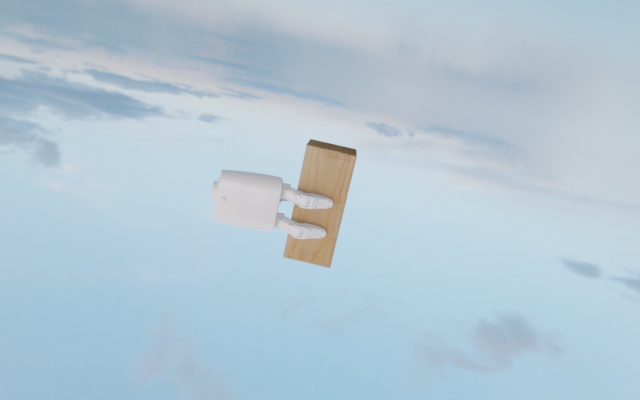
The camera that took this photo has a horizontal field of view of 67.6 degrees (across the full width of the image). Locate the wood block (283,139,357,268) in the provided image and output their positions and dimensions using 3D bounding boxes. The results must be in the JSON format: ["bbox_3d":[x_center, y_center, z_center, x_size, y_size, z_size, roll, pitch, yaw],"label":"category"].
[{"bbox_3d":[0.000,0.003,0.865,0.090,0.206,0.090,13,15,0],"label":"wood block"}]
